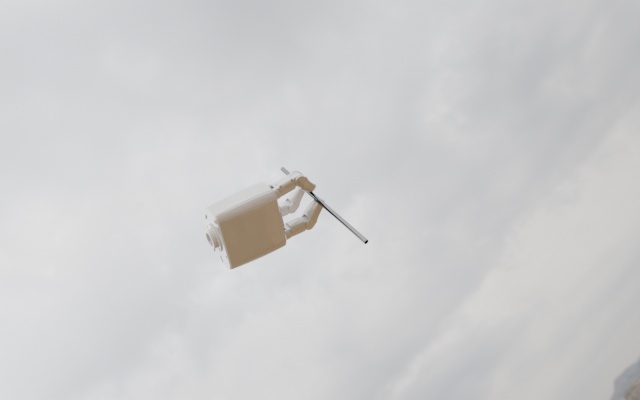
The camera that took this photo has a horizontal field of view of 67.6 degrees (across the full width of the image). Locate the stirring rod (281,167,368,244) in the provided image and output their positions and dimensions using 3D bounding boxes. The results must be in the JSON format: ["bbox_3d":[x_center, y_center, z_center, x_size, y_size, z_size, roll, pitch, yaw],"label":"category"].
[{"bbox_3d":[0.000,0.003,0.815,0.011,0.011,0.239,0,31,-44],"label":"stirring rod"}]
